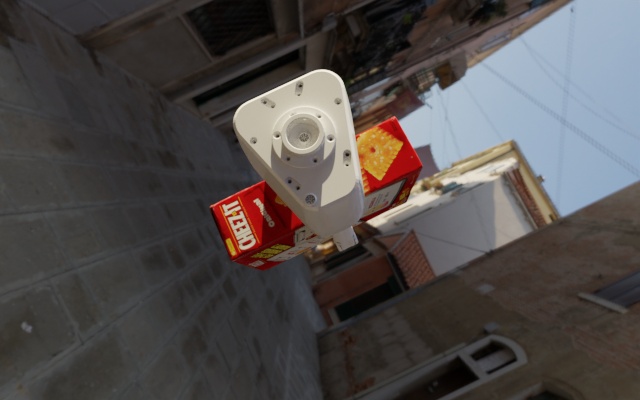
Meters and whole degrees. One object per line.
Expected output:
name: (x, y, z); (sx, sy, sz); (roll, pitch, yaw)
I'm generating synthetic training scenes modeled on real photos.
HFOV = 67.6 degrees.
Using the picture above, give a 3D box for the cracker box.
cracker box: (0.000, 0.002, 0.555); (0.213, 0.072, 0.164); (-25, -13, -1)
